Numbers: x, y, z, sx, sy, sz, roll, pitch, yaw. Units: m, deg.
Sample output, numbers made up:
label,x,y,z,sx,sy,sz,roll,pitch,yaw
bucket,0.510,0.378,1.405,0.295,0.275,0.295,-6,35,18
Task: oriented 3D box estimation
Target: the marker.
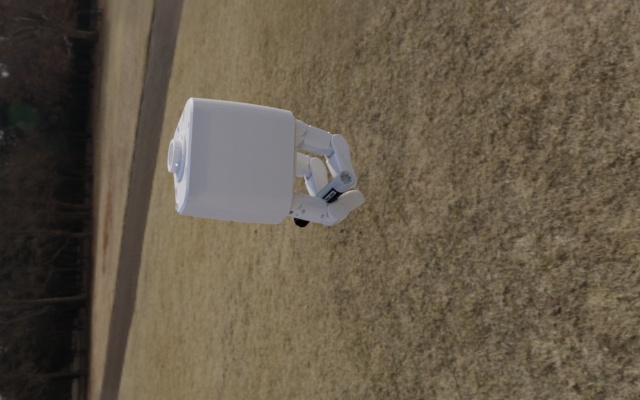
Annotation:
label,x,y,z,sx,sy,sz,roll,pitch,yaw
marker,0.000,0.002,0.530,0.020,0.020,0.121,0,-24,-28
